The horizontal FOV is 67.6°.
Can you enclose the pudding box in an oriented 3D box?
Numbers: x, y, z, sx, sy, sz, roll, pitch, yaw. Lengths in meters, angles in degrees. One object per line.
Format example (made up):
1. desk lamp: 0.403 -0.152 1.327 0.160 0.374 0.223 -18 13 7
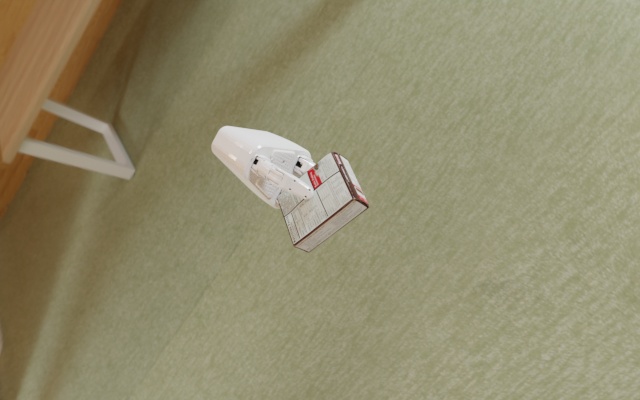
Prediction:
1. pudding box: 0.000 0.002 0.644 0.113 0.090 0.039 -40 -38 23
